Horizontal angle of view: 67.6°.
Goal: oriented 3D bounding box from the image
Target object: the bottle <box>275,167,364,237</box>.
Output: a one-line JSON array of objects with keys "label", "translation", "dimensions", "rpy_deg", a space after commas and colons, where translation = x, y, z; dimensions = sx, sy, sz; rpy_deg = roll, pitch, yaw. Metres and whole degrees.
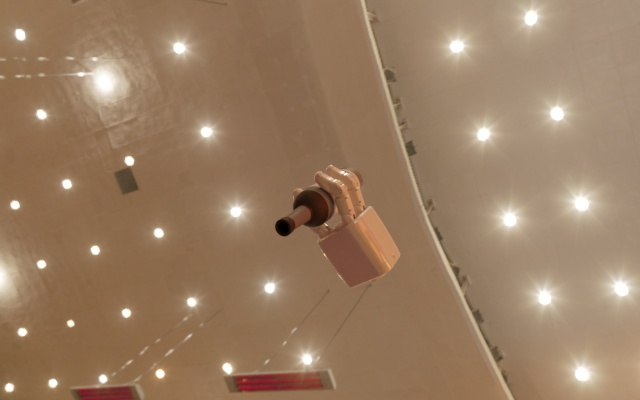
[{"label": "bottle", "translation": [0.000, 0.003, 0.842], "dimensions": [0.069, 0.069, 0.295], "rpy_deg": [0, 15, 23]}]
